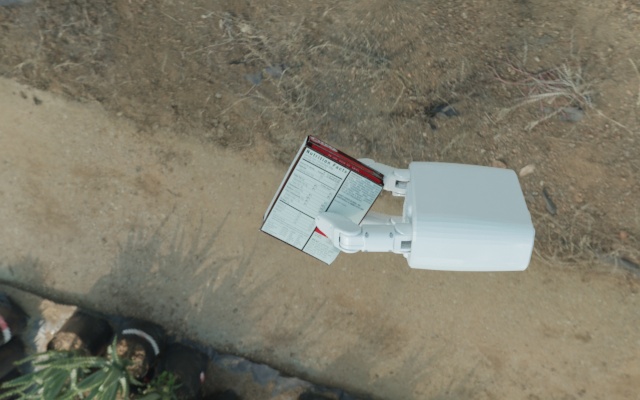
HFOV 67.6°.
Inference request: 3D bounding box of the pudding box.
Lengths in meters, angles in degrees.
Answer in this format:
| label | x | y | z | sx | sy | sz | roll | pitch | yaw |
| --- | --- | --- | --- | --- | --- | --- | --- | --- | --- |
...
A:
| label | x | y | z | sx | sy | sz | roll | pitch | yaw |
| --- | --- | --- | --- | --- | --- | --- | --- | --- | --- |
| pudding box | 0.000 | 0.002 | 0.494 | 0.090 | 0.113 | 0.039 | 28 | 23 | -7 |
